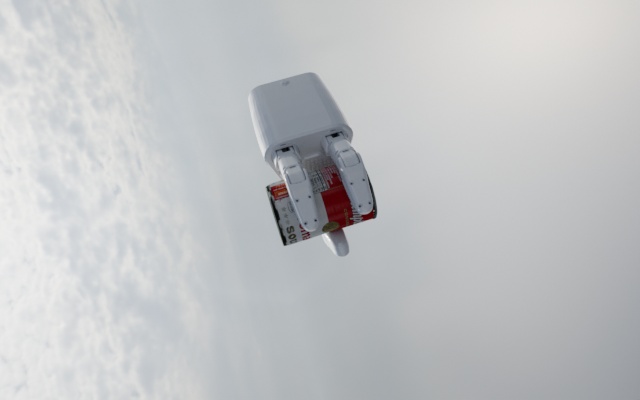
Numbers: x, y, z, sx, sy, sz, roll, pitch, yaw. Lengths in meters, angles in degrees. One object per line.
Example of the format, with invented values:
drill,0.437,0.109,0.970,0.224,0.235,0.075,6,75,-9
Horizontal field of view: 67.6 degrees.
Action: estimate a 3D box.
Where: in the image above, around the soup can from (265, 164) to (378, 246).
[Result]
soup can,0.000,0.002,0.502,0.102,0.068,0.068,-17,2,-7
